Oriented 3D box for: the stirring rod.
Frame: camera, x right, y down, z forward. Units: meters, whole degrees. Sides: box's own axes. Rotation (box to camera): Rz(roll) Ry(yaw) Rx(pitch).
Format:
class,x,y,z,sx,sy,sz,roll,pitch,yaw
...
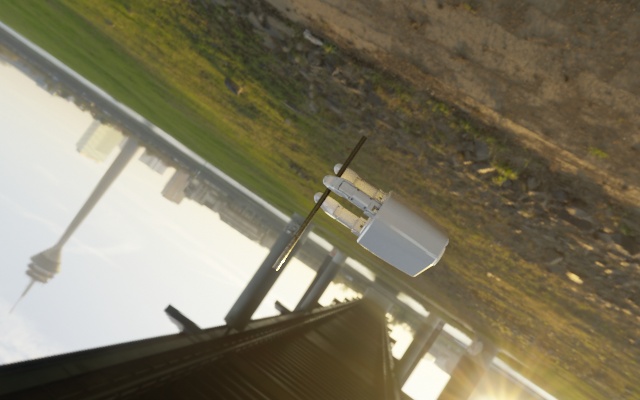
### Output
class,x,y,z,sx,sy,sz,roll,pitch,yaw
stirring rod,0.000,0.002,0.716,0.011,0.239,0.011,34,-5,3
